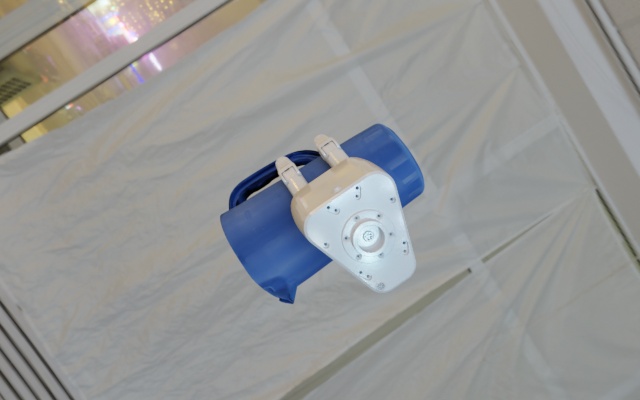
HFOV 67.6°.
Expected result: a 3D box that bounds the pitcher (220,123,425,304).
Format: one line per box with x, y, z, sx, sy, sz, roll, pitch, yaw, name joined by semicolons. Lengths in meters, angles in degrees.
0.000;0.002;0.614;0.243;0.149;0.145;-34;11;-1;pitcher
